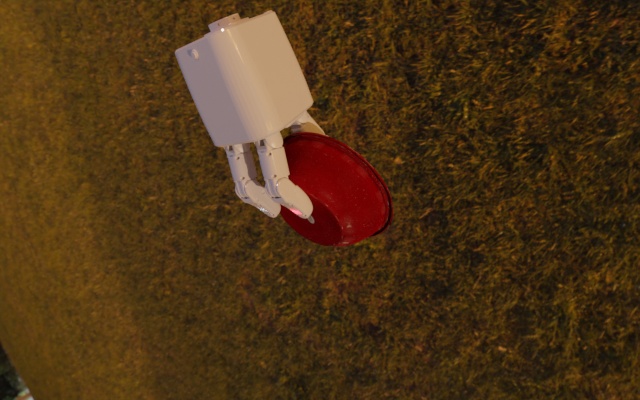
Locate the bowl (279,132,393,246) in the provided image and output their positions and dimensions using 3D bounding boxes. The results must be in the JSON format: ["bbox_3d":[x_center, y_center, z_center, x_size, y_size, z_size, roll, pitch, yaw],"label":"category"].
[{"bbox_3d":[0.001,0.003,0.552,0.162,0.162,0.055,0,42,45],"label":"bowl"}]
